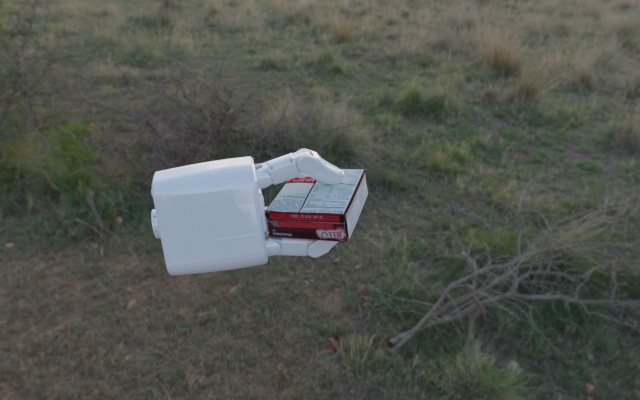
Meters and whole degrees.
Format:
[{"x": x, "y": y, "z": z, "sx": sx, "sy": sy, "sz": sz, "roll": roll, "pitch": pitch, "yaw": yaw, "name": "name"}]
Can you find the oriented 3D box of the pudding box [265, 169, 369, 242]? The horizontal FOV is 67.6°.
[{"x": 0.000, "y": 0.002, "z": 0.537, "sx": 0.090, "sy": 0.039, "sz": 0.113, "roll": 3, "pitch": 31, "yaw": 17, "name": "pudding box"}]
